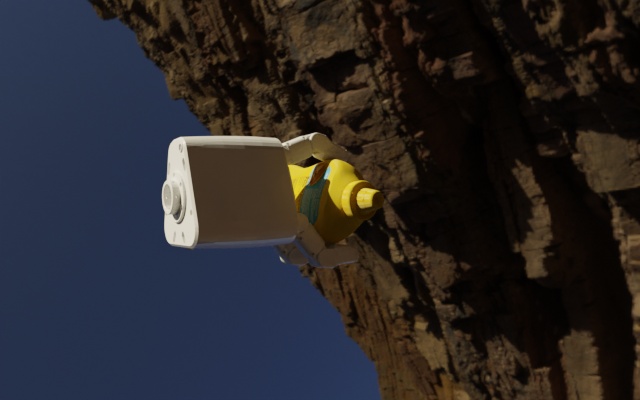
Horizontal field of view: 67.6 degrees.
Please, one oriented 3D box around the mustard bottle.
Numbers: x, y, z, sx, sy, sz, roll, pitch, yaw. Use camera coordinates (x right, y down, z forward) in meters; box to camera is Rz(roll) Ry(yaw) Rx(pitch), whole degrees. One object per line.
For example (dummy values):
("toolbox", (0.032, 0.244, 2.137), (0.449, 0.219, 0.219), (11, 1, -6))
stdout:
("mustard bottle", (0.000, 0.002, 0.546), (0.058, 0.096, 0.191), (25, -16, -32))
